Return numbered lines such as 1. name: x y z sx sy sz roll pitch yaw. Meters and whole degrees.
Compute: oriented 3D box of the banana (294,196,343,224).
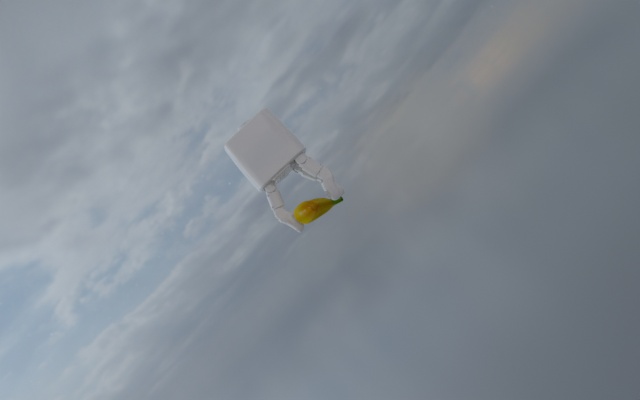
1. banana: -0.013 0.013 0.836 0.069 0.037 0.198 -37 -4 15
